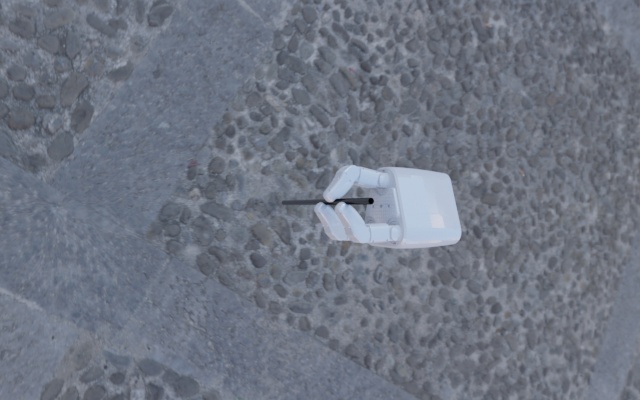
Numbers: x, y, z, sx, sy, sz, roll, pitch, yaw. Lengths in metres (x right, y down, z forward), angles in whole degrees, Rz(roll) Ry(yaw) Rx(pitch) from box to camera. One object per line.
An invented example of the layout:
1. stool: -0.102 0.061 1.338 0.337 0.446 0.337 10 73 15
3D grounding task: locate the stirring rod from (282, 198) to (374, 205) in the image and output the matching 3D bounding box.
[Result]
1. stirring rod: 0.000 0.002 0.652 0.011 0.011 0.239 0 -1 -29
